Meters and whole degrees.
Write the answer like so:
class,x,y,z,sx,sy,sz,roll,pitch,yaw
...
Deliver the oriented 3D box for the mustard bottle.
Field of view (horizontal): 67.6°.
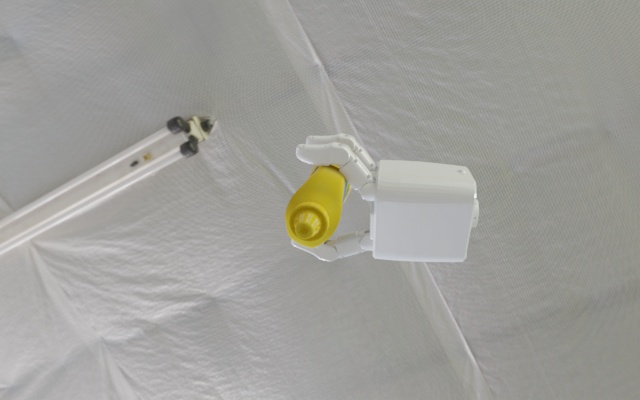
class,x,y,z,sx,sy,sz,roll,pitch,yaw
mustard bottle,0.000,0.002,0.553,0.058,0.096,0.191,26,20,1
